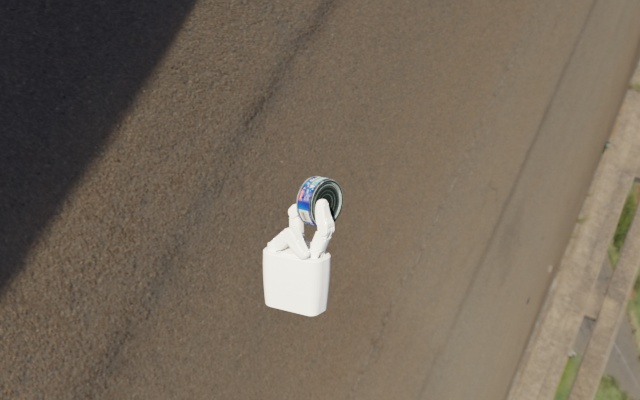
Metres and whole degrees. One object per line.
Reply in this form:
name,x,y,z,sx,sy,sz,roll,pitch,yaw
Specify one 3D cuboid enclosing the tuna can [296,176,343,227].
tuna can,0.001,0.003,0.813,0.033,0.086,0.086,12,8,41
